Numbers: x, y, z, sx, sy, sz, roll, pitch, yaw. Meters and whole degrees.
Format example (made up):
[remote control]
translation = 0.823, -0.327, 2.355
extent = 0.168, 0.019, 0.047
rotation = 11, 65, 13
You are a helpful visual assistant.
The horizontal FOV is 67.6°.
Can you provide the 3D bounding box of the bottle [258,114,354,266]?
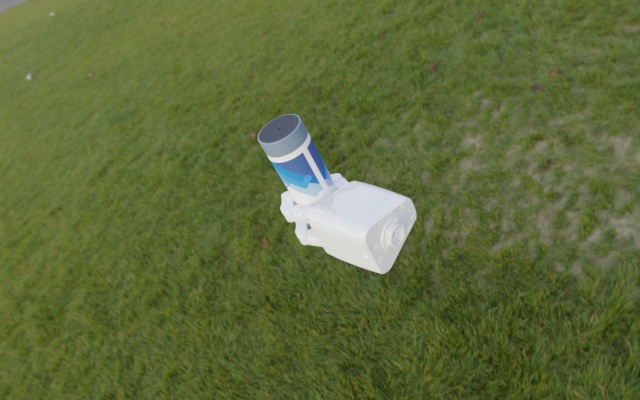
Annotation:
[bottle]
translation = 0.000, 0.002, 0.749
extent = 0.069, 0.069, 0.296
rotation = 0, -44, 33
